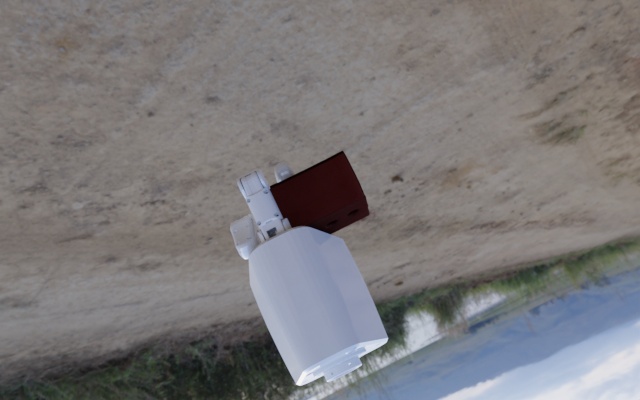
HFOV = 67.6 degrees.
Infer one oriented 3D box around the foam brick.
[{"bbox_3d":[0.000,0.001,0.442,0.078,0.051,0.053,-27,-23,-1],"label":"foam brick"}]
